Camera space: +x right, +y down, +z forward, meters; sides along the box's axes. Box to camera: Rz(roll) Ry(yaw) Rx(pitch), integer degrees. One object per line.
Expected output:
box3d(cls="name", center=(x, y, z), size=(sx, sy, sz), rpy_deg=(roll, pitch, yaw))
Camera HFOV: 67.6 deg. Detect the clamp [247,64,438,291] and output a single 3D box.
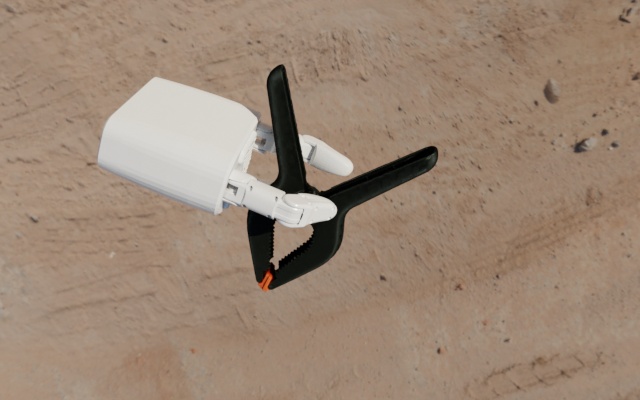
box3d(cls="clamp", center=(0.000, 0.002, 0.447), size=(0.164, 0.210, 0.036), rpy_deg=(21, 21, -3))
